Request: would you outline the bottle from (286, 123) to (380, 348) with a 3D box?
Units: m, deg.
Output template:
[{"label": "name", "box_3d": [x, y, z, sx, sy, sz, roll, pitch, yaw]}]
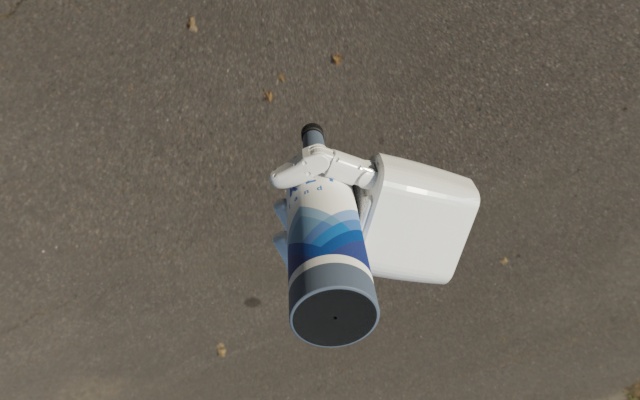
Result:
[{"label": "bottle", "box_3d": [0.000, 0.002, 0.466, 0.069, 0.069, 0.295, 0, 35, -5]}]
